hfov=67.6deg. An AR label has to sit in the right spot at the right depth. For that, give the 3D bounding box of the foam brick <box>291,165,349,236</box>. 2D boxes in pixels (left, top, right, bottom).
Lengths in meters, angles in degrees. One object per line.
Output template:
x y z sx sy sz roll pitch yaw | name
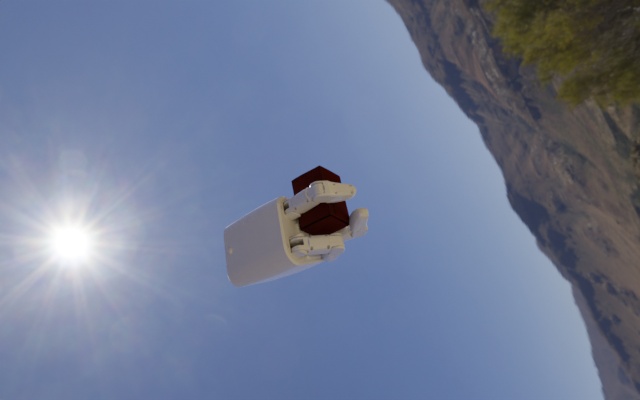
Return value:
0.000 0.002 0.649 0.051 0.078 0.053 -27 -31 27 | foam brick
